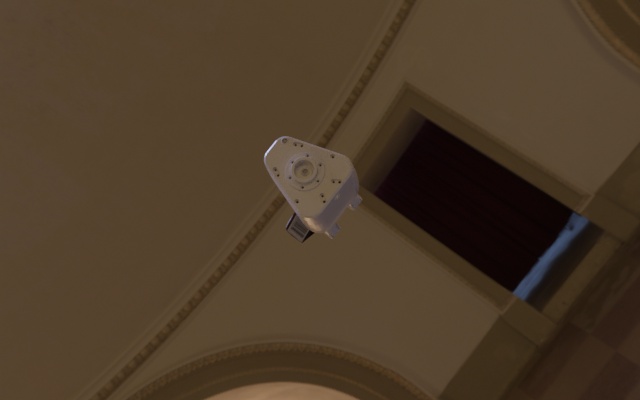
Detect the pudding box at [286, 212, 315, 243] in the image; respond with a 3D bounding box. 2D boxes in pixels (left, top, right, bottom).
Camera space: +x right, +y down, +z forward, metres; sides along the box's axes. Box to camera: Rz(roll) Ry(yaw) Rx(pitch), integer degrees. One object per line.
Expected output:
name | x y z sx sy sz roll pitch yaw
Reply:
pudding box | 0.000 0.002 0.749 0.039 0.113 0.090 37 23 10
